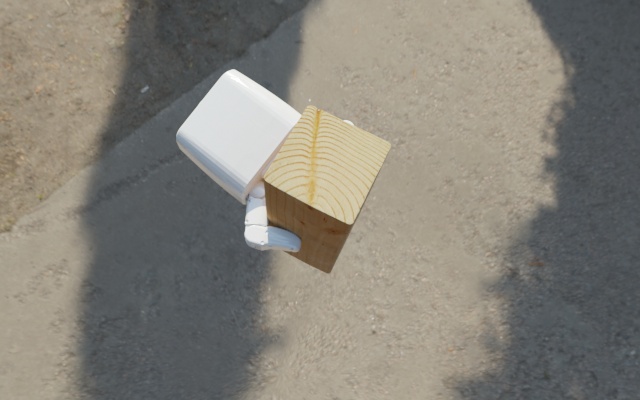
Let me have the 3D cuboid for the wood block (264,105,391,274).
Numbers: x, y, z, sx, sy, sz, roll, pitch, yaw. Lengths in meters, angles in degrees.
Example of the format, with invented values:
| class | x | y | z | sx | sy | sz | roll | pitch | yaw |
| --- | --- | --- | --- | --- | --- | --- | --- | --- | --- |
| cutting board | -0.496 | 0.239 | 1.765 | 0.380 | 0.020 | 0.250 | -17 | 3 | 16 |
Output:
| class | x | y | z | sx | sy | sz | roll | pitch | yaw |
| --- | --- | --- | --- | --- | --- | --- | --- | --- | --- |
| wood block | 0.000 | 0.002 | 0.521 | 0.090 | 0.090 | 0.206 | 27 | -20 | 6 |
